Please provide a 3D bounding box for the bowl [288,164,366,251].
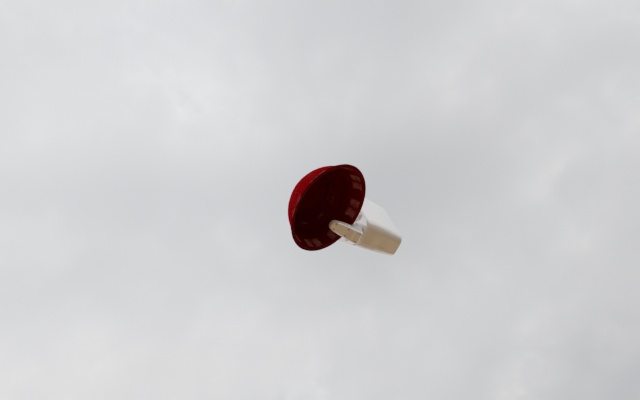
[{"bbox_3d":[-0.001,0.002,0.798,0.162,0.162,0.055,0,28,-46],"label":"bowl"}]
